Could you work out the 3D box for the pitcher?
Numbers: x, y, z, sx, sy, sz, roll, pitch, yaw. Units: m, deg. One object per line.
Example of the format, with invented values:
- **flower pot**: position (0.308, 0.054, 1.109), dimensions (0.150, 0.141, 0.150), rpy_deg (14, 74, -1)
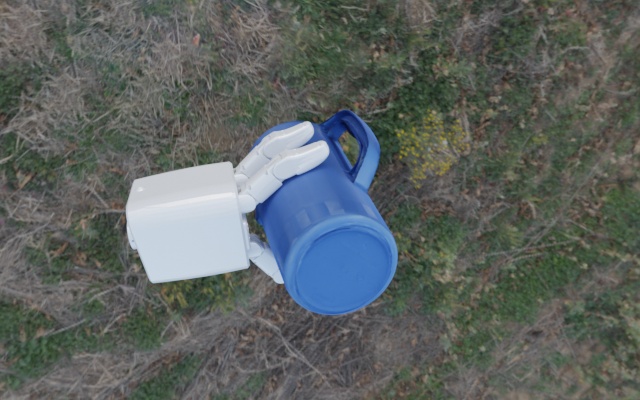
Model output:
- **pitcher**: position (0.000, 0.002, 0.524), dimensions (0.145, 0.149, 0.242), rpy_deg (-10, 28, -10)
